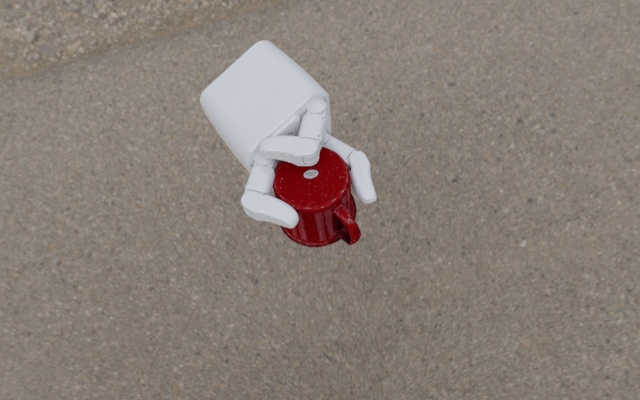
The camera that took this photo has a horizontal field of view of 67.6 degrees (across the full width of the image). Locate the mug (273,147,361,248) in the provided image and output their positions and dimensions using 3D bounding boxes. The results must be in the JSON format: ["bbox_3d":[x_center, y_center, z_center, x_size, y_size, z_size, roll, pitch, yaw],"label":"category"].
[{"bbox_3d":[0.001,0.003,0.519,0.093,0.117,0.081,-36,-25,-14],"label":"mug"}]
